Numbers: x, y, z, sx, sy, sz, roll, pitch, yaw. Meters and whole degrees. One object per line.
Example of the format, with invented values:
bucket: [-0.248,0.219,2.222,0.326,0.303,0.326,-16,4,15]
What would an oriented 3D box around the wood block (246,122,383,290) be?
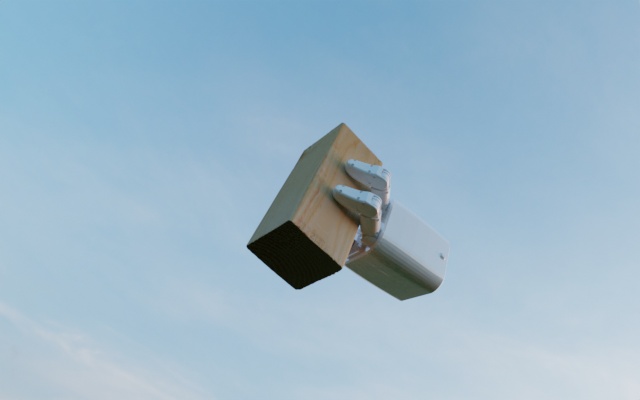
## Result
wood block: [0.000,0.002,0.629,0.091,0.090,0.206,-32,21,40]
